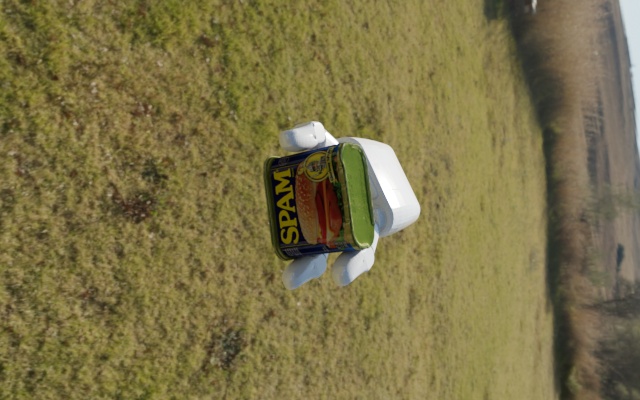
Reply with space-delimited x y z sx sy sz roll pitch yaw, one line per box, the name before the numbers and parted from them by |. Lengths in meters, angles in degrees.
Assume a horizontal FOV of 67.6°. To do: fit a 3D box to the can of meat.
can of meat | 0.000 0.001 0.446 0.084 0.102 0.057 -10 -5 29
